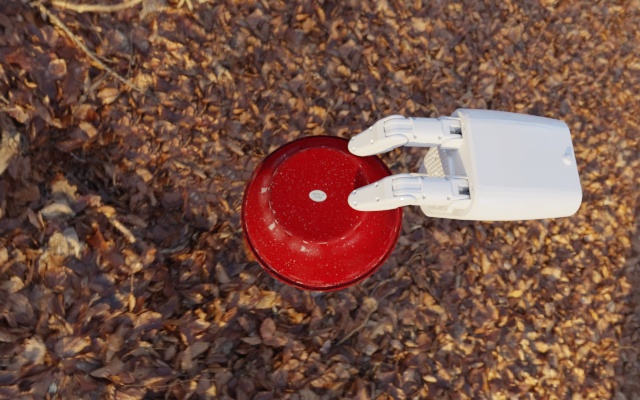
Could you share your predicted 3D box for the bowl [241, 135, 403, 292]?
[{"bbox_3d":[-0.001,0.002,0.450,0.162,0.162,0.055,0,-17,2],"label":"bowl"}]
